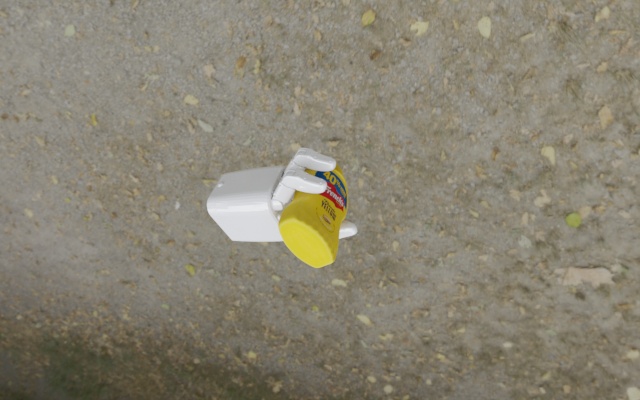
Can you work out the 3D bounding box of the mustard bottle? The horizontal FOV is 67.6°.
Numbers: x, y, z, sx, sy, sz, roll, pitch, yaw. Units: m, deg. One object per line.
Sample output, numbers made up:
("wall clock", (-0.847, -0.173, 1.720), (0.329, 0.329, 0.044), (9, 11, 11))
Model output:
("mustard bottle", (0.000, 0.002, 0.716), (0.058, 0.096, 0.191), (-26, 28, 32))
